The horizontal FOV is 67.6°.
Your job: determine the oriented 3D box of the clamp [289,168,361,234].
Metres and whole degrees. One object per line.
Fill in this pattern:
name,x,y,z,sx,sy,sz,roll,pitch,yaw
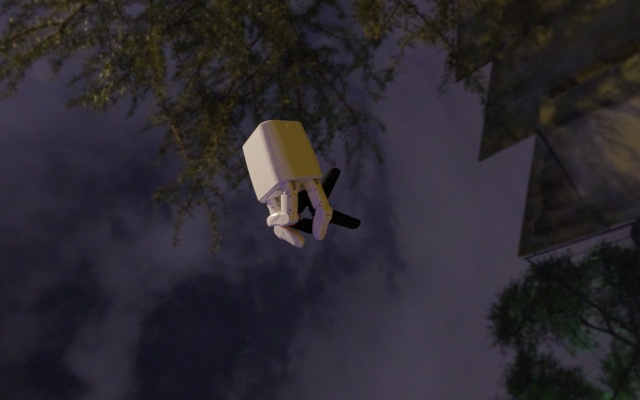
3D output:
clamp,0.000,0.003,0.847,0.039,0.120,0.171,-29,-14,39
